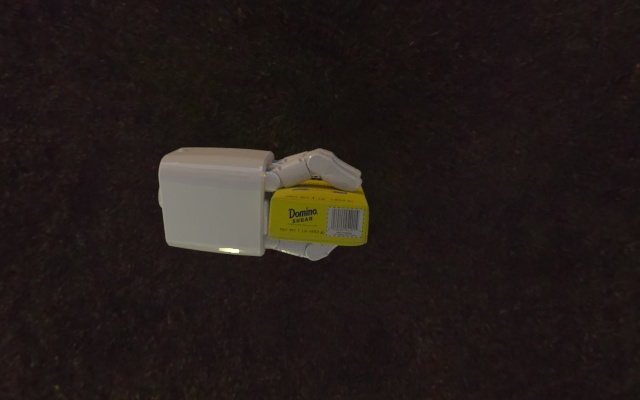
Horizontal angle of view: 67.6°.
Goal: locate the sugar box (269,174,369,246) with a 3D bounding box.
[{"bbox_3d":[0.000,0.001,0.523,0.093,0.048,0.176,5,14,-1],"label":"sugar box"}]
